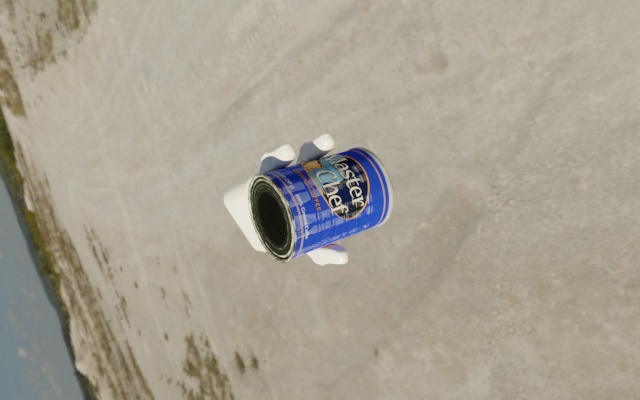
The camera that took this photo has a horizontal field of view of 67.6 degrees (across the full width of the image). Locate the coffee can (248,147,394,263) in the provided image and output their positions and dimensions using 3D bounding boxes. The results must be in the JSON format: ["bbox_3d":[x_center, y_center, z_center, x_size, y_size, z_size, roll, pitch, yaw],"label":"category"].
[{"bbox_3d":[0.000,0.002,0.563,0.140,0.103,0.103,-18,10,-31],"label":"coffee can"}]
